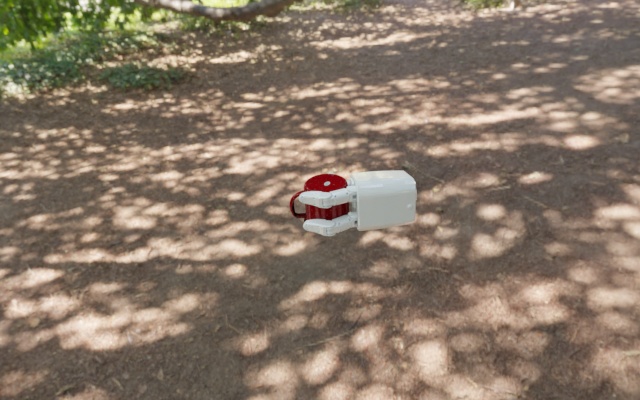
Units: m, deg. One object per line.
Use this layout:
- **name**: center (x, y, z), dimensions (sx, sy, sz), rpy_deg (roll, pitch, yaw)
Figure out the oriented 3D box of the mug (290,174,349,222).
- **mug**: center (-0.001, 0.003, 0.895), dimensions (0.117, 0.081, 0.093), rpy_deg (-6, 30, -3)
